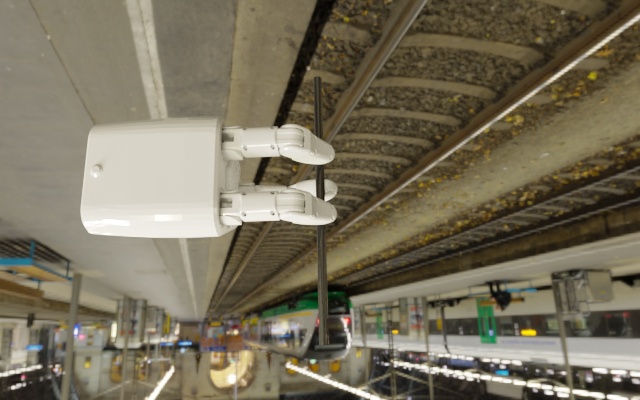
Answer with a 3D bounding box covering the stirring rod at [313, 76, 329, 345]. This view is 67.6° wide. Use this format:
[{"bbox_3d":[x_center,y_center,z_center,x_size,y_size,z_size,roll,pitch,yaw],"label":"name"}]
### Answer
[{"bbox_3d":[0.000,0.001,0.419,0.011,0.239,0.011,-1,-15,0],"label":"stirring rod"}]
